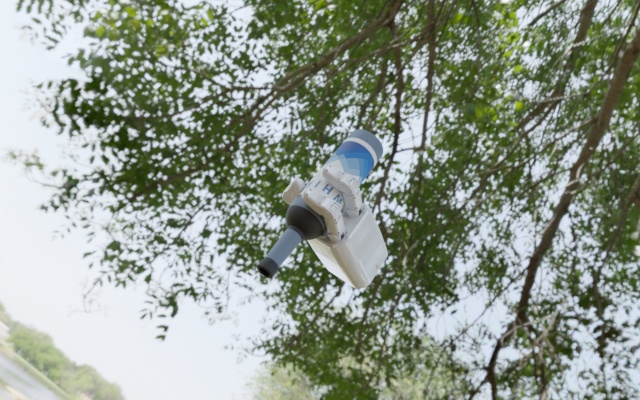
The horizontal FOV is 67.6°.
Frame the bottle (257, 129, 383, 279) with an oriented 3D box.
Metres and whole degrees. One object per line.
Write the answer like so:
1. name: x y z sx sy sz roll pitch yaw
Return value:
1. bottle: 0.000 0.002 0.741 0.069 0.069 0.295 0 42 46
